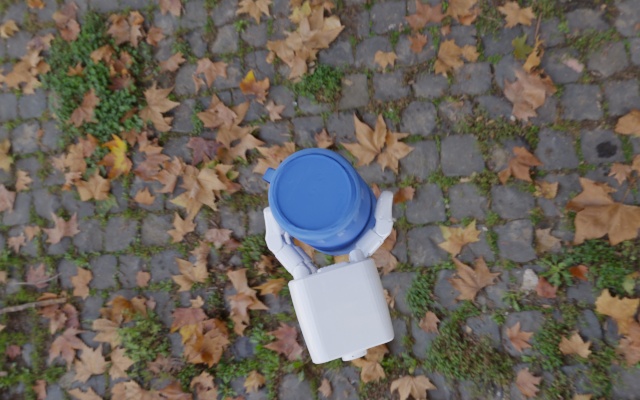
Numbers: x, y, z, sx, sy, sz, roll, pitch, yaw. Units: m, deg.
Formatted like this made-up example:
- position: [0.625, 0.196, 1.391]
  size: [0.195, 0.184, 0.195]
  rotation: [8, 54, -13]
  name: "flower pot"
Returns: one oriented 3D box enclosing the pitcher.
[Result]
- position: [0.000, 0.002, 0.652]
  size: [0.149, 0.145, 0.243]
  rotation: [-16, -10, 6]
  name: "pitcher"
